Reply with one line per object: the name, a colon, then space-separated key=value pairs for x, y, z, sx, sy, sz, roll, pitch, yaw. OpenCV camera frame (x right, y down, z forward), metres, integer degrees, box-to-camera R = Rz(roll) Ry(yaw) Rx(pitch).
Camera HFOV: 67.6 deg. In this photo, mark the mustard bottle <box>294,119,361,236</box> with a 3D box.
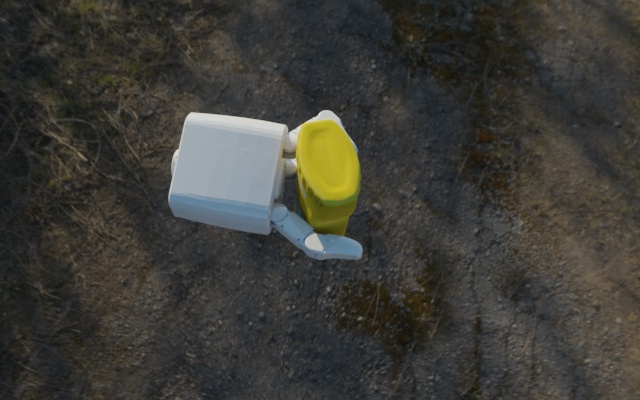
mustard bottle: x=0.000 y=0.002 z=0.529 sx=0.058 sy=0.096 sz=0.192 roll=-13 pitch=-24 yaw=-11
